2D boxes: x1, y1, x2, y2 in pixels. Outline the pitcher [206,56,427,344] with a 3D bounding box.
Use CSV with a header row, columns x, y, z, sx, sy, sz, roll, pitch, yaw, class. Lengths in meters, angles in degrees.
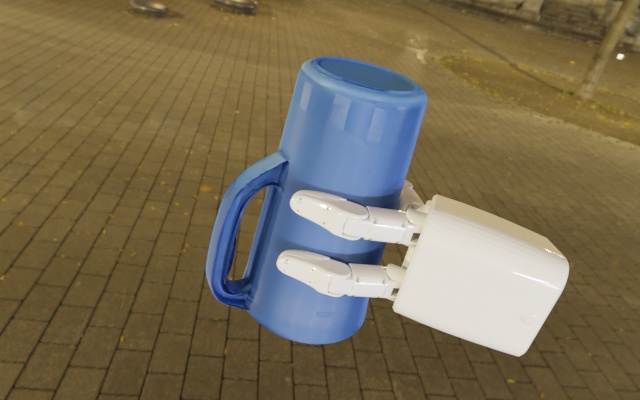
x,y,z,sx,sy,sz,roll,pitch,yaw,class
0.000,0.001,0.436,0.145,0.243,0.149,21,28,13,pitcher
